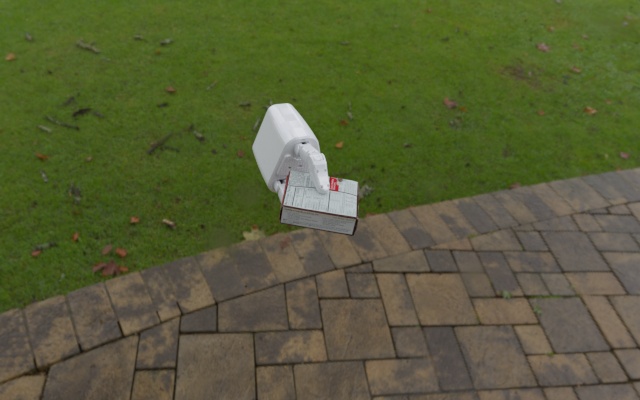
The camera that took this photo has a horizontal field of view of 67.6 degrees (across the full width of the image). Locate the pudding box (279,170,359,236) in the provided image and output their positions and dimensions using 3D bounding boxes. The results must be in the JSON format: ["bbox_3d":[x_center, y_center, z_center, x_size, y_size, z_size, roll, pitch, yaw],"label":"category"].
[{"bbox_3d":[0.000,0.002,0.707,0.113,0.039,0.090,9,40,-1],"label":"pudding box"}]
